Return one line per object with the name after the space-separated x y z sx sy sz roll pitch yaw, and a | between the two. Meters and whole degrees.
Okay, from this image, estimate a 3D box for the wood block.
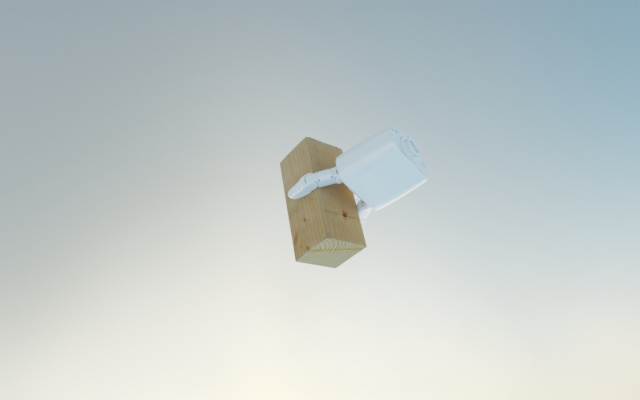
0.000 0.003 0.843 0.091 0.206 0.090 16 -41 -36 | wood block
